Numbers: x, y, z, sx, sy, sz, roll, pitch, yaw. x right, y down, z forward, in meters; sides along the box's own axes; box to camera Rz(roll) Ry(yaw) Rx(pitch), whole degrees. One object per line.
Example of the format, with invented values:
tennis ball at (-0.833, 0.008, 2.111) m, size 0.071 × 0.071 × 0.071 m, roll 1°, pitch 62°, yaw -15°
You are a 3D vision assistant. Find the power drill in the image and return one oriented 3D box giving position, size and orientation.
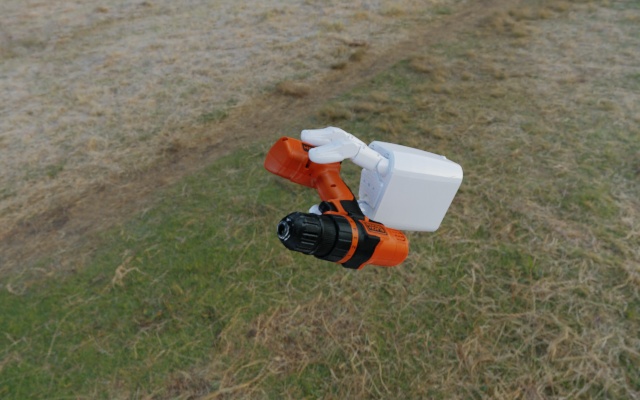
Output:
power drill at (0.000, 0.002, 0.570) m, size 0.184 × 0.057 × 0.187 m, roll 16°, pitch 31°, yaw -42°
